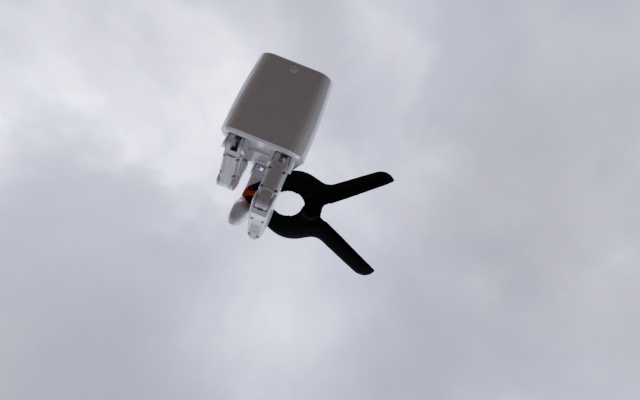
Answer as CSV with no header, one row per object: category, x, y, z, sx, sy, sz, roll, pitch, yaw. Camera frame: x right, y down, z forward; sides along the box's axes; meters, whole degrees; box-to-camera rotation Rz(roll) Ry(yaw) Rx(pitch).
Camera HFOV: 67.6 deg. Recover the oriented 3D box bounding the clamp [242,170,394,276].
clamp,0.000,0.002,0.550,0.171,0.120,0.039,22,-14,1
